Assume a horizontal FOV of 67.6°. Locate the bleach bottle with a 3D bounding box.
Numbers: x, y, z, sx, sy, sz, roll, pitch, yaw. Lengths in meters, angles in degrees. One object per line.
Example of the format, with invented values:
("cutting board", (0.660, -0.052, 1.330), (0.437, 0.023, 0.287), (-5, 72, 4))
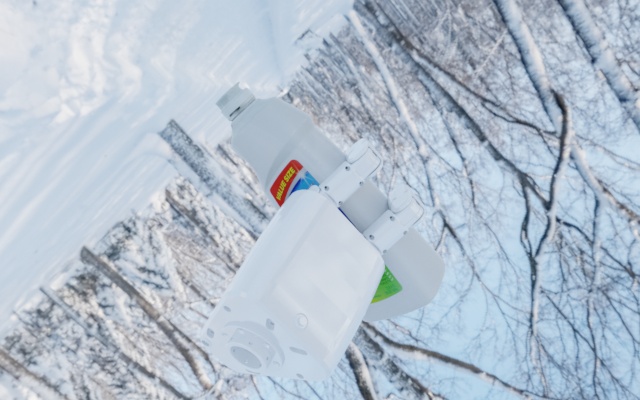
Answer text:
("bleach bottle", (0.000, 0.001, 0.435), (0.102, 0.251, 0.068), (-30, 19, 45))
